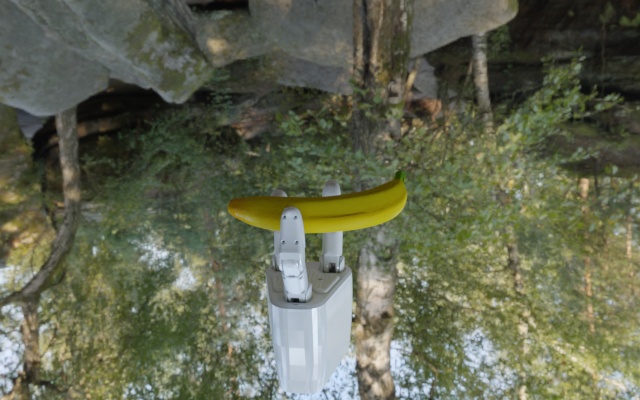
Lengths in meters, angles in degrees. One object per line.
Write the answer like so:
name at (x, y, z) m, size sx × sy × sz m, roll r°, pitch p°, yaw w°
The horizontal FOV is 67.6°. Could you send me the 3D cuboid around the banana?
banana at (0.009, 0.007, 0.482) m, size 0.198 × 0.037 × 0.069 m, roll -8°, pitch 22°, yaw -16°
